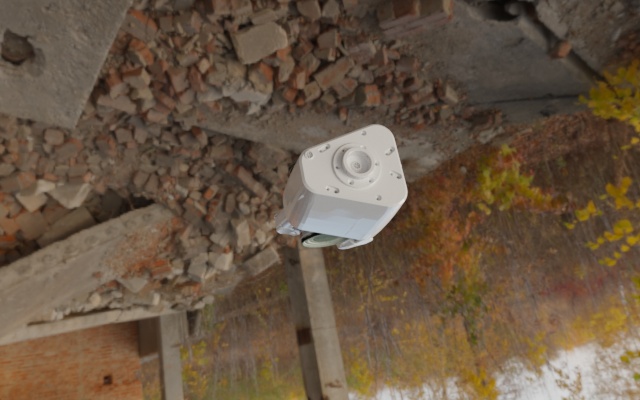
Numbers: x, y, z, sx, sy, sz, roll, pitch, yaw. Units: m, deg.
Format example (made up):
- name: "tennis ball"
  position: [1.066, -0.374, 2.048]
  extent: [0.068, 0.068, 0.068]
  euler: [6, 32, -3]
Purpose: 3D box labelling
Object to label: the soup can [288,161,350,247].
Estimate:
- name: "soup can"
  position: [0.000, 0.002, 0.611]
  extent: [0.068, 0.102, 0.068]
  euler: [-10, -19, -3]
